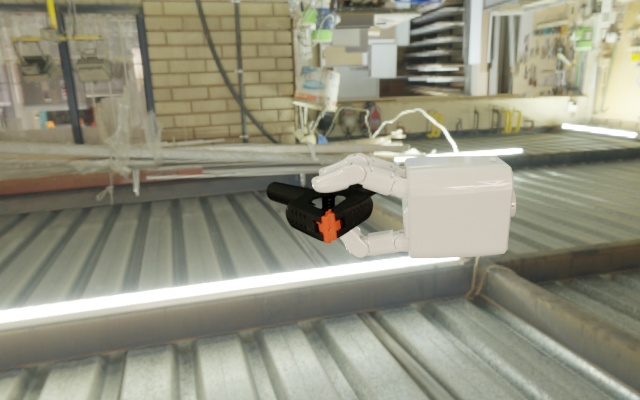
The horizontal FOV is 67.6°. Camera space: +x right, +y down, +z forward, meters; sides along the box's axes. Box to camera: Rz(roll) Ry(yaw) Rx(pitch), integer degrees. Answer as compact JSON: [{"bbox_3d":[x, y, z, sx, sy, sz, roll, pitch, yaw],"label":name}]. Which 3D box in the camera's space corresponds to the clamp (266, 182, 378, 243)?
[{"bbox_3d":[0.000,0.003,0.551,0.164,0.036,0.210,-6,14,9],"label":"clamp"}]
